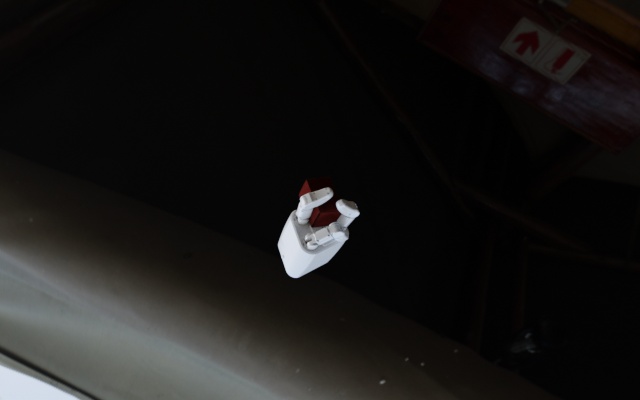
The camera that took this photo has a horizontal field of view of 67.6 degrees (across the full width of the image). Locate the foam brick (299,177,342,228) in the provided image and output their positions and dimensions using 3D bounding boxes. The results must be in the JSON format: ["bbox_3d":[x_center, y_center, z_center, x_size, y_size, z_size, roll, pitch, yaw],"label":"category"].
[{"bbox_3d":[0.000,0.003,0.898,0.053,0.078,0.051,-6,-33,-27],"label":"foam brick"}]
